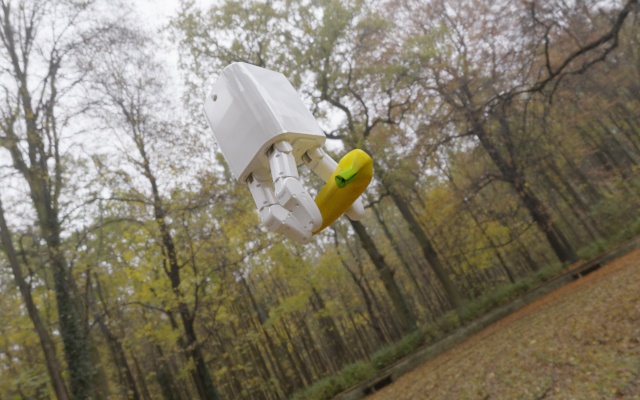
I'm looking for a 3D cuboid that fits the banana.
[{"bbox_3d":[0.016,-0.008,0.515,0.069,0.037,0.198,-30,-11,-21],"label":"banana"}]
